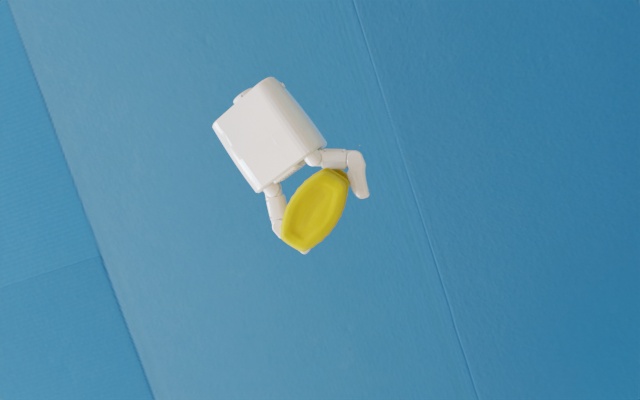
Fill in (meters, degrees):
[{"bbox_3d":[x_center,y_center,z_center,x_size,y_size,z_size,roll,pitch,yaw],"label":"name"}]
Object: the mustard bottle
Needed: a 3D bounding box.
[{"bbox_3d":[0.000,0.002,0.611,0.058,0.096,0.191,31,8,1],"label":"mustard bottle"}]
